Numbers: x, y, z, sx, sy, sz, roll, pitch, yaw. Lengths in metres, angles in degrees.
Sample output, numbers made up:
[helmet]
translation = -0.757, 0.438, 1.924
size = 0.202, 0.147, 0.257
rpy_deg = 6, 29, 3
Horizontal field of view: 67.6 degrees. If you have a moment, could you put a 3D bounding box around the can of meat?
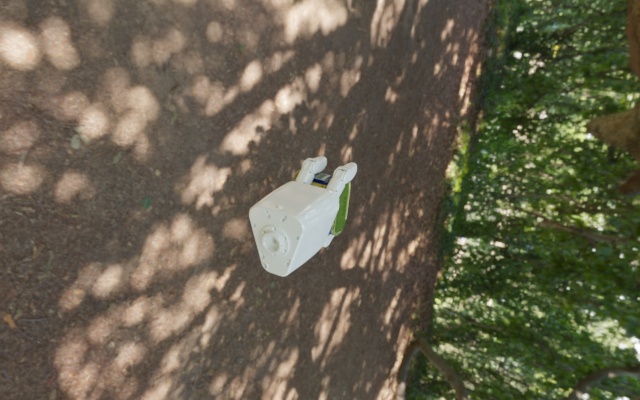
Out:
[can of meat]
translation = 0.000, 0.003, 0.811
size = 0.084, 0.102, 0.057
rpy_deg = 15, 22, 24
